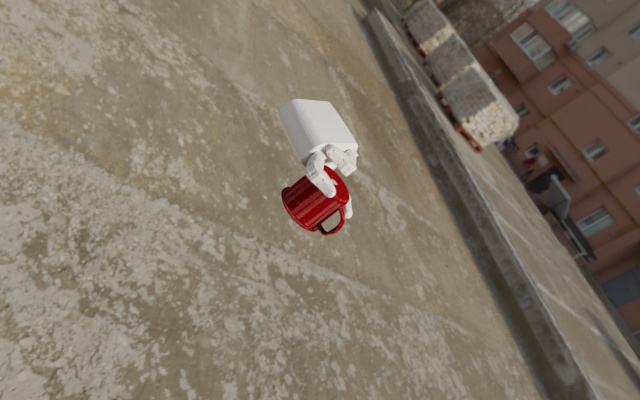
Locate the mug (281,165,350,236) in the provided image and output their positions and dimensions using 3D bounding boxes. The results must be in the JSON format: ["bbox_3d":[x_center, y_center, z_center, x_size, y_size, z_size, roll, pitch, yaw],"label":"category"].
[{"bbox_3d":[0.001,0.004,0.803,0.081,0.117,0.093,-38,-21,24],"label":"mug"}]
